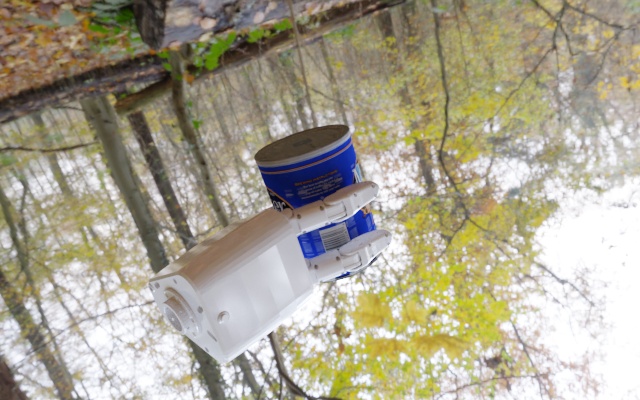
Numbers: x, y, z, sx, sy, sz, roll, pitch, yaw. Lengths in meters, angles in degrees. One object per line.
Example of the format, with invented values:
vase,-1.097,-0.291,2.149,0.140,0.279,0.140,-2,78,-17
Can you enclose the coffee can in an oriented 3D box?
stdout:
coffee can,0.000,0.001,0.514,0.103,0.140,0.102,-16,20,6
